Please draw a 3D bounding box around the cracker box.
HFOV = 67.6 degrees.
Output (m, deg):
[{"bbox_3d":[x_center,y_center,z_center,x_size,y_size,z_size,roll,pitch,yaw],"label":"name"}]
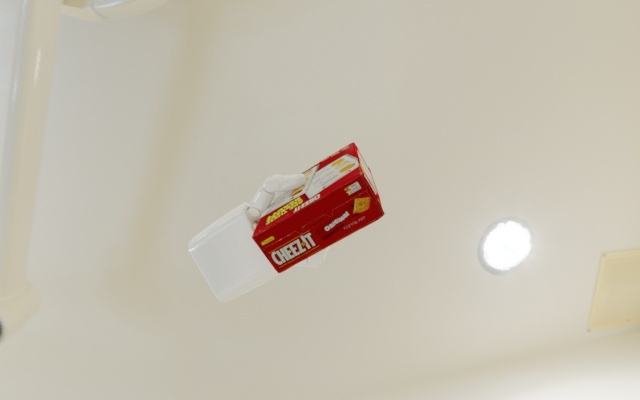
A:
[{"bbox_3d":[0.000,0.002,0.697,0.164,0.072,0.213,-30,14,10],"label":"cracker box"}]
